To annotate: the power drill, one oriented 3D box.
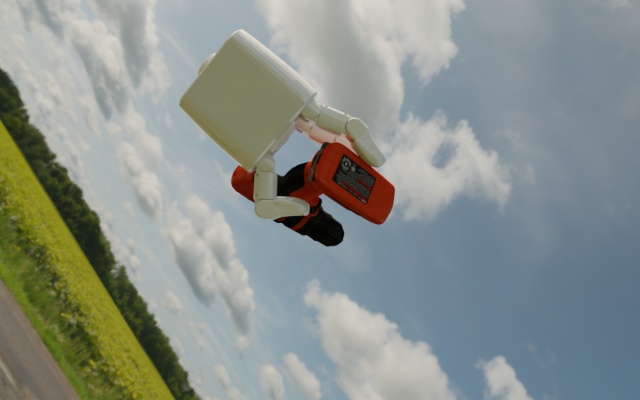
[{"bbox_3d":[0.000,0.002,0.588,0.184,0.057,0.187,33,-26,-27],"label":"power drill"}]
